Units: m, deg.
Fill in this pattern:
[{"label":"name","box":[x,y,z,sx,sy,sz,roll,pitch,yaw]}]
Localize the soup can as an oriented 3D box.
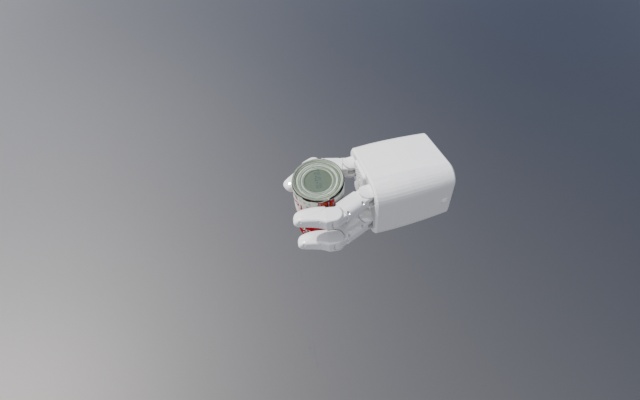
[{"label":"soup can","box":[0.000,0.002,0.627,0.068,0.068,0.102,0,-34,4]}]
